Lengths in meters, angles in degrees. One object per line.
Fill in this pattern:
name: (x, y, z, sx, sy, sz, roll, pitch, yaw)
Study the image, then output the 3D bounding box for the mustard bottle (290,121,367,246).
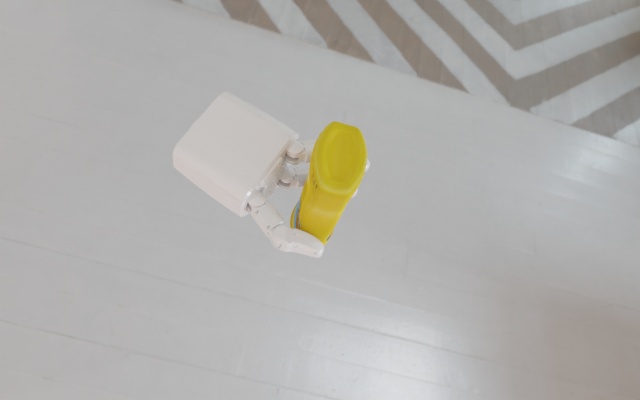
mustard bottle: (0.000, 0.002, 0.565, 0.058, 0.096, 0.192, 13, -34, -7)
